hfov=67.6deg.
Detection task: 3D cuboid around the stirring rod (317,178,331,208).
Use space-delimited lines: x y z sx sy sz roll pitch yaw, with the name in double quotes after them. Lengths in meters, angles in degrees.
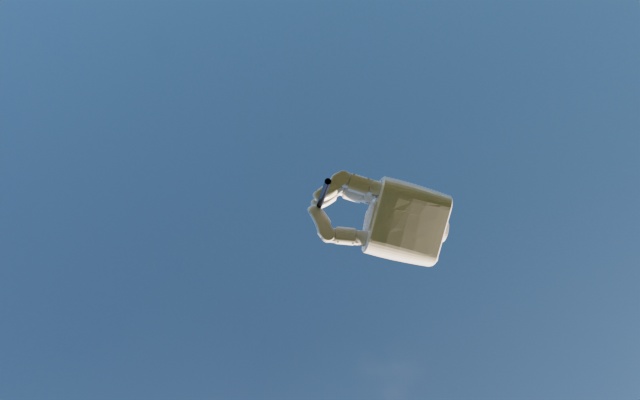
0.000 0.002 0.675 0.011 0.011 0.239 0 -12 -4 "stirring rod"
